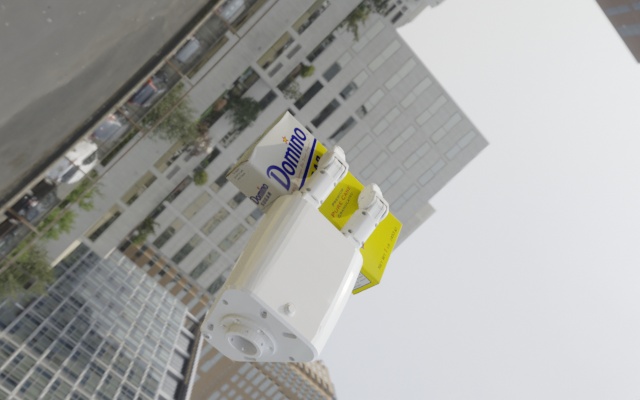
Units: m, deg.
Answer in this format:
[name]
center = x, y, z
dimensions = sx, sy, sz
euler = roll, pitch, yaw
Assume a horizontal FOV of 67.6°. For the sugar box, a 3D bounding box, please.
[sugar box]
center = 0.000, 0.002, 0.481
dimensions = 0.048, 0.176, 0.093
euler = -32, 20, 42
